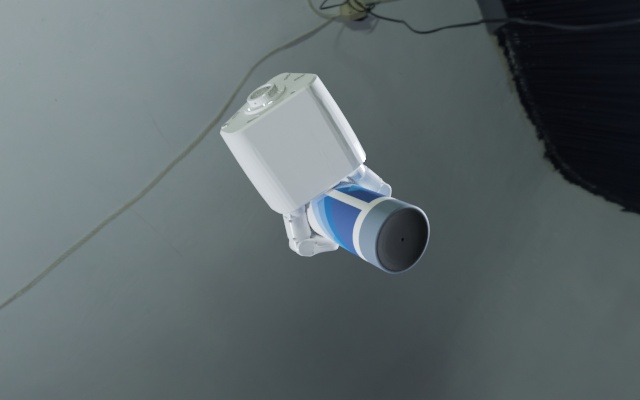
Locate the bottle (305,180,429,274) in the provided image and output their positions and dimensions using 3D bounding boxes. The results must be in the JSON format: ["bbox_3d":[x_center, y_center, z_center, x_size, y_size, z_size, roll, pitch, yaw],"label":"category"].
[{"bbox_3d":[0.000,0.002,0.560,0.069,0.069,0.295,0,14,-32],"label":"bottle"}]
